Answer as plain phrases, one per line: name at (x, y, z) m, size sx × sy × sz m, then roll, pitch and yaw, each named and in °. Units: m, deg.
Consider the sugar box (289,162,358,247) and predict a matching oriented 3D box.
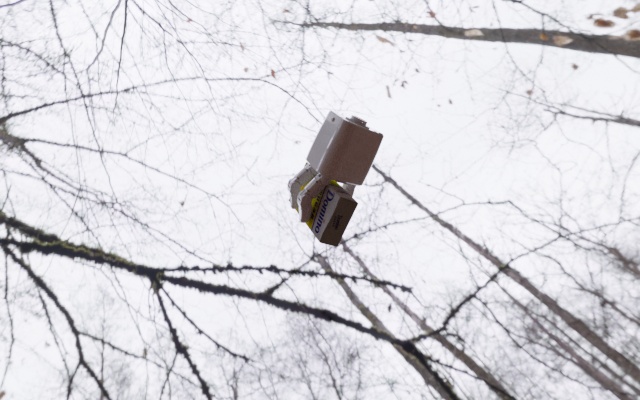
sugar box at (0.000, 0.003, 0.900) m, size 0.048 × 0.093 × 0.176 m, roll 17°, pitch 16°, yaw -27°
